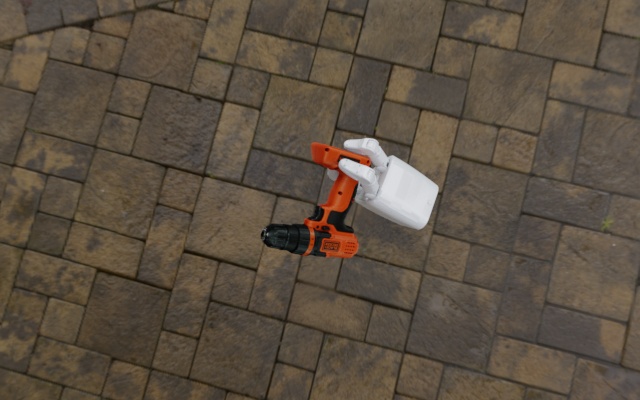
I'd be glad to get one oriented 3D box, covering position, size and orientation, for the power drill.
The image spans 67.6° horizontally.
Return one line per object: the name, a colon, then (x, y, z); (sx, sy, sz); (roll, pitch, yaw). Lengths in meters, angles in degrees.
power drill: (0.000, 0.002, 0.798); (0.184, 0.187, 0.057); (11, 8, -35)
